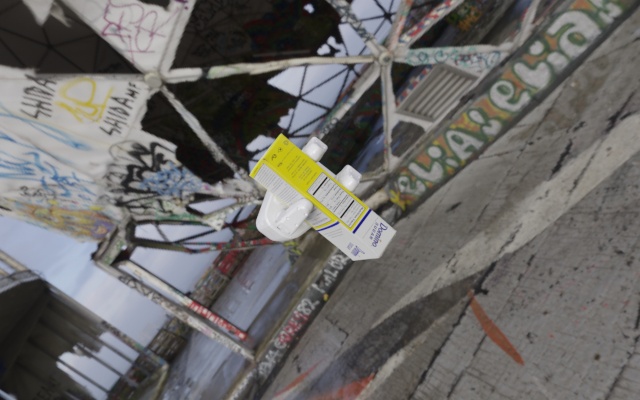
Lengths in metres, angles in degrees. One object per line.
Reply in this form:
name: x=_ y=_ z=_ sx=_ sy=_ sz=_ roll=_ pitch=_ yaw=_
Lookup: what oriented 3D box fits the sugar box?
sugar box: x=0.000 y=0.001 z=0.578 sx=0.176 sy=0.048 sz=0.093 roll=38 pitch=-17 yaw=-8
